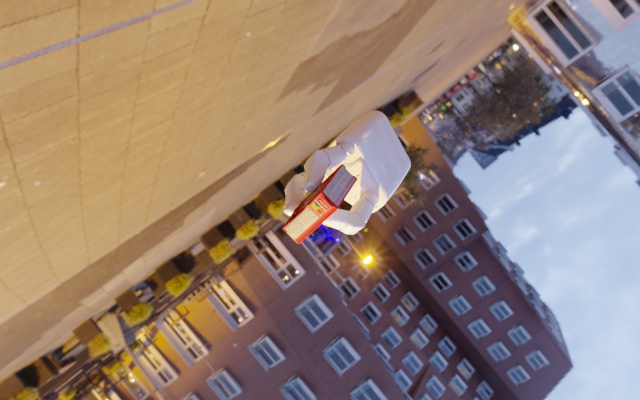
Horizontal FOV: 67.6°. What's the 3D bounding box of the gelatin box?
[{"bbox_3d":[0.000,0.002,0.568,0.073,0.030,0.089,-42,7,31],"label":"gelatin box"}]
